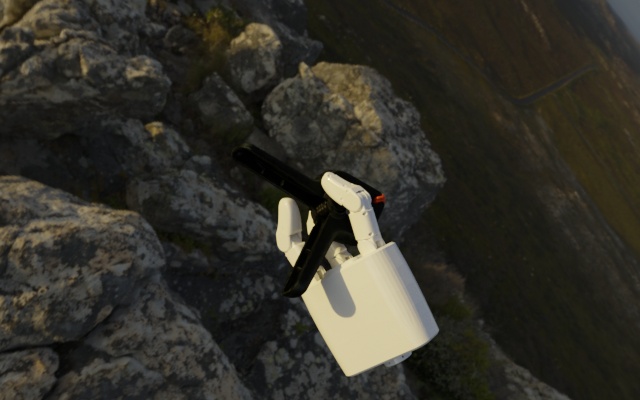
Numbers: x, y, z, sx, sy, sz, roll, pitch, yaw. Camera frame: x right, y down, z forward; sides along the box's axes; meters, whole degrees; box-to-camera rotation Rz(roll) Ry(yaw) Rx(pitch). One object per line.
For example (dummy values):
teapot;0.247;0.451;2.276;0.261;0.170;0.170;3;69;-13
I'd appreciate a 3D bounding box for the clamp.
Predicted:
clamp;0.001;0.002;0.536;0.036;0.164;0.210;-31;-9;39
